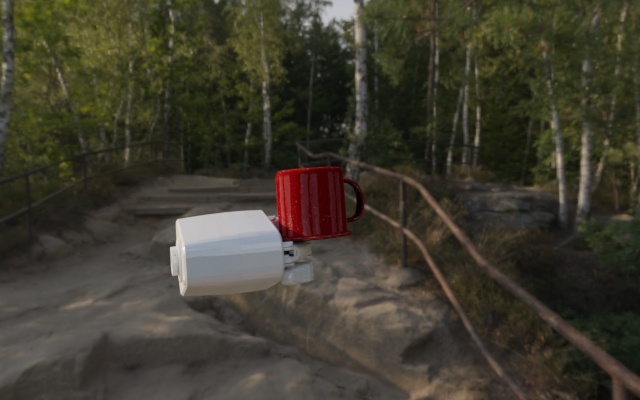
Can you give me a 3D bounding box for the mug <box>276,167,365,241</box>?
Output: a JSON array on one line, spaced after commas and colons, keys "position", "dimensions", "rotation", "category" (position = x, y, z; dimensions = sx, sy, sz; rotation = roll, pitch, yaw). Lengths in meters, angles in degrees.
[{"position": [0.001, 0.002, 0.579], "dimensions": [0.117, 0.081, 0.093], "rotation": [-5, 1, -20], "category": "mug"}]
